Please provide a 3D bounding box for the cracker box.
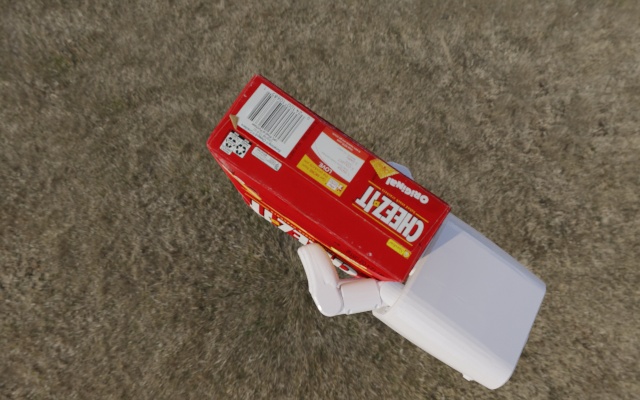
[{"bbox_3d":[0.000,0.001,0.419,0.164,0.072,0.214,35,-9,3],"label":"cracker box"}]
